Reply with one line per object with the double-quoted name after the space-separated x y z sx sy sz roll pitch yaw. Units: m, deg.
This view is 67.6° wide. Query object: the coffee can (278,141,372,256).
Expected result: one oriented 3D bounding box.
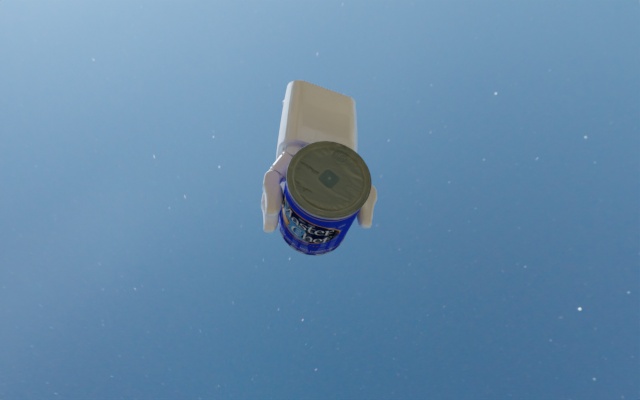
0.000 0.002 0.626 0.103 0.102 0.140 0 -24 -10 "coffee can"
